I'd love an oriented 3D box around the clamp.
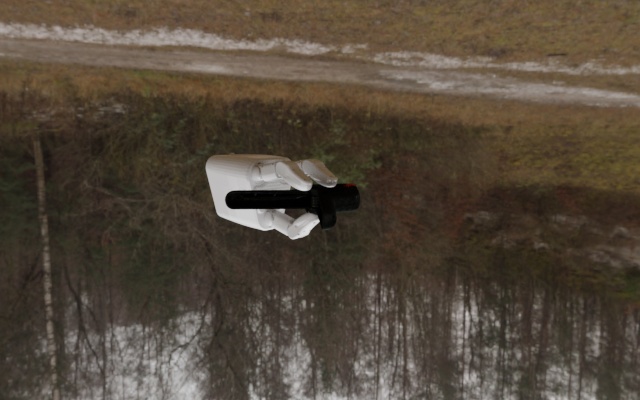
[{"bbox_3d":[0.000,0.003,0.655,0.164,0.036,0.210,14,15,38],"label":"clamp"}]
